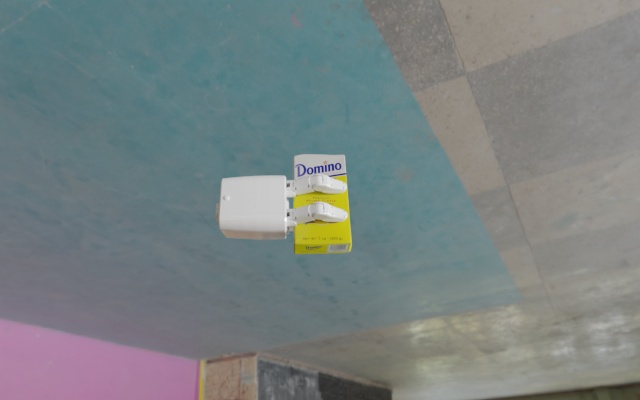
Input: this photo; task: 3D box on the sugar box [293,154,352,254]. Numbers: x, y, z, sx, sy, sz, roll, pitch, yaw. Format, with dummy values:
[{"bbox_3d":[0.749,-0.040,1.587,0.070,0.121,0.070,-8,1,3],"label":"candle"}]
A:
[{"bbox_3d":[0.000,0.002,0.805,0.093,0.176,0.048,-1,-30,-5],"label":"sugar box"}]
